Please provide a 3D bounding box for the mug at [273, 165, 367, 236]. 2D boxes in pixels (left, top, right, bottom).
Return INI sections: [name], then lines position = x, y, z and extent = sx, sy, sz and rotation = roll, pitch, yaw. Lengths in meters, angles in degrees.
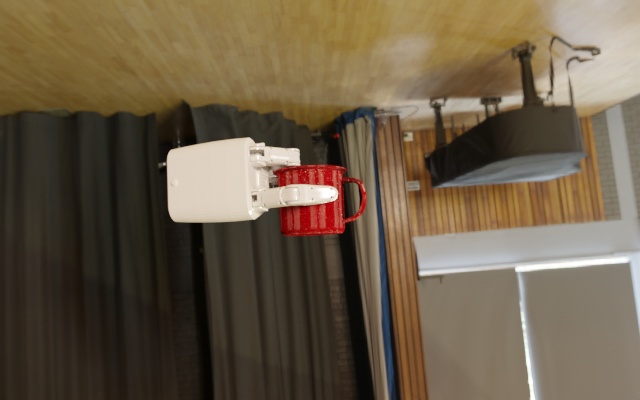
[mug]
position = 0.002, 0.002, 0.601
extent = 0.117, 0.081, 0.093
rotation = -4, -5, 12
